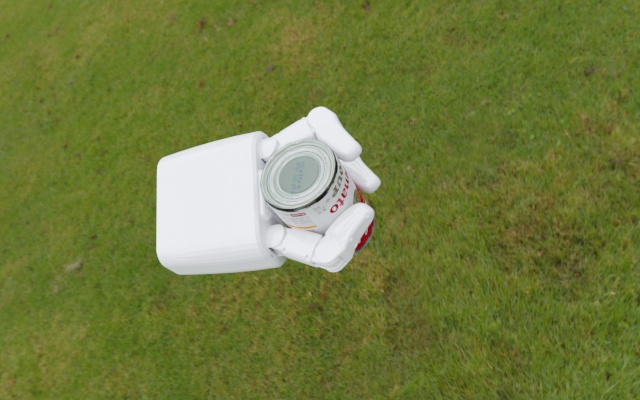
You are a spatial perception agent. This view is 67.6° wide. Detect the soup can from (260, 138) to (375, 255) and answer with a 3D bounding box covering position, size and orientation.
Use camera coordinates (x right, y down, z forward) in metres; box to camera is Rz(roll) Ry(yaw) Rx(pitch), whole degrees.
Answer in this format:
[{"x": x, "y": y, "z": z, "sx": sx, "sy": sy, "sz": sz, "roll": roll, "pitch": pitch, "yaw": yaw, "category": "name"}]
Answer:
[{"x": 0.000, "y": 0.001, "z": 0.412, "sx": 0.068, "sy": 0.068, "sz": 0.102, "roll": 0, "pitch": -28, "yaw": 25, "category": "soup can"}]
